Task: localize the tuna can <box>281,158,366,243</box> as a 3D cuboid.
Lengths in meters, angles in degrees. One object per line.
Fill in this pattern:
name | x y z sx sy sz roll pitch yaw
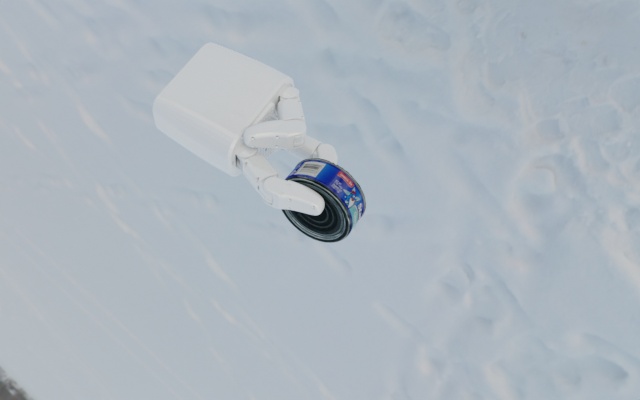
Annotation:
tuna can | 0.000 0.002 0.481 0.086 0.086 0.033 0 38 38
